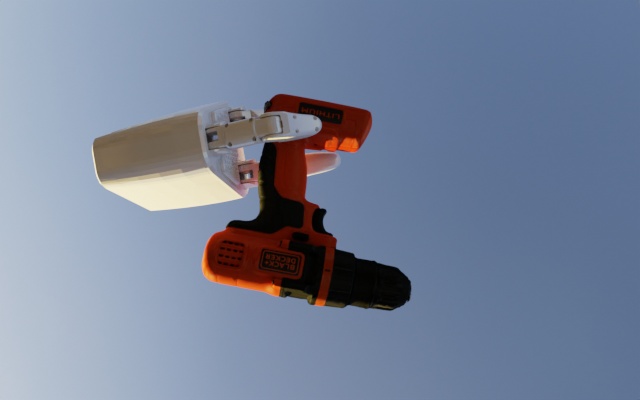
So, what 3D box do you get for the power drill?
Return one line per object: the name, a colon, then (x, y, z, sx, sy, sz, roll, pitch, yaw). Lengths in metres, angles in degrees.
power drill: (0.000, 0.001, 0.442, 0.184, 0.187, 0.057, 11, -22, -4)
